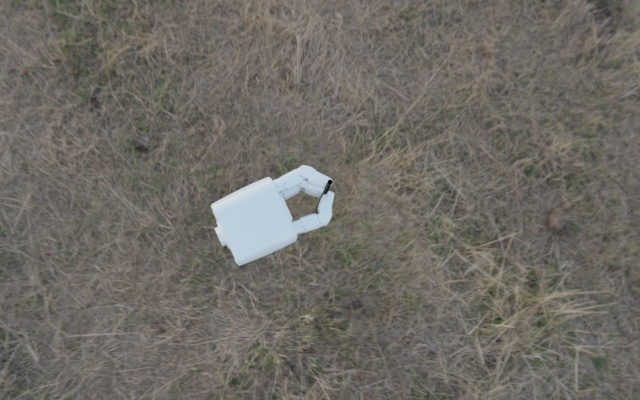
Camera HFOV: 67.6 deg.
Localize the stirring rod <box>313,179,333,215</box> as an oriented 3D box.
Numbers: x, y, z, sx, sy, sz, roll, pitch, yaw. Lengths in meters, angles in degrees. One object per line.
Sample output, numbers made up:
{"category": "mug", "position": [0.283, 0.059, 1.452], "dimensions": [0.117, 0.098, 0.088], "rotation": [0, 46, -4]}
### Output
{"category": "stirring rod", "position": [0.000, 0.003, 0.869], "dimensions": [0.011, 0.011, 0.239], "rotation": [0, -16, -7]}
